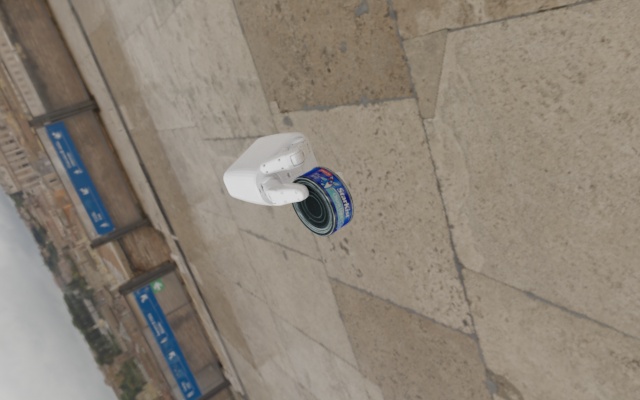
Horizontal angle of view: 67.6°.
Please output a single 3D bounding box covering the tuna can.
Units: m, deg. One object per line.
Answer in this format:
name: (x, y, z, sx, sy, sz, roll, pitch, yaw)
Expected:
tuna can: (0.000, 0.002, 0.608, 0.033, 0.086, 0.086, -31, 18, -34)
